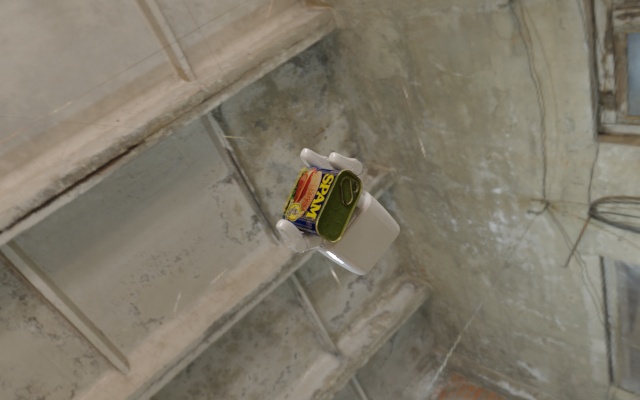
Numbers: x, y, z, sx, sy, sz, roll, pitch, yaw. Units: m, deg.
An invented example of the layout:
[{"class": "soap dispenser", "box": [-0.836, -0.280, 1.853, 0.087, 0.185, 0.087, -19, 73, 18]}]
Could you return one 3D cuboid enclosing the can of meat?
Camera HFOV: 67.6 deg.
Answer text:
[{"class": "can of meat", "box": [0.000, 0.002, 0.691, 0.084, 0.102, 0.057, 12, -17, 46]}]
